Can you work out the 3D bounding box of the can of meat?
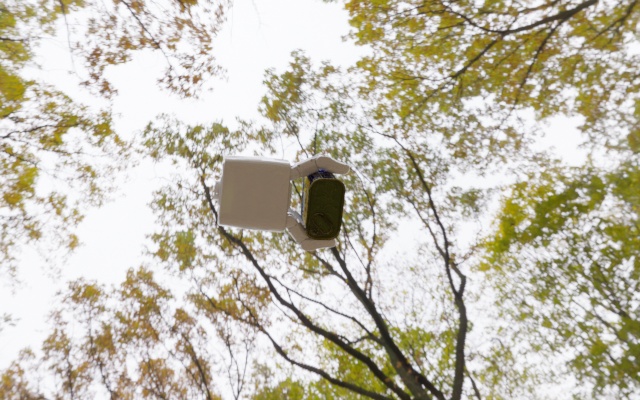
[{"bbox_3d":[0.000,0.002,0.781,0.057,0.102,0.084,2,17,-12],"label":"can of meat"}]
